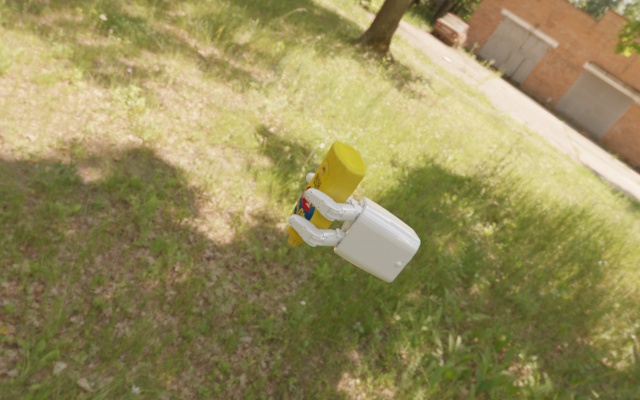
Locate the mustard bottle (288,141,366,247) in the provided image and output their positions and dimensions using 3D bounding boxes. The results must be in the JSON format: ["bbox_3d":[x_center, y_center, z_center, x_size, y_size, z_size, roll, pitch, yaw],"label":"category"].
[{"bbox_3d":[0.000,0.002,0.778,0.058,0.192,0.096,20,29,-25],"label":"mustard bottle"}]
